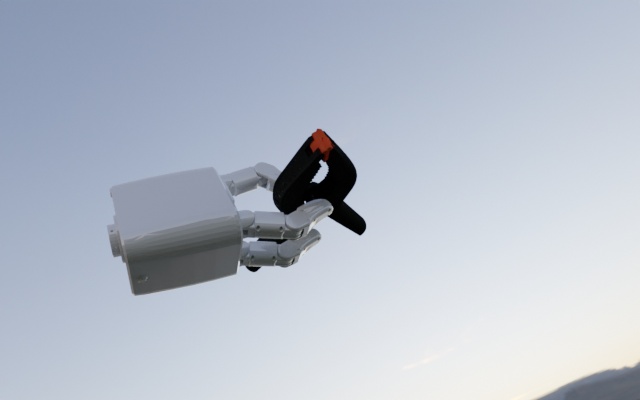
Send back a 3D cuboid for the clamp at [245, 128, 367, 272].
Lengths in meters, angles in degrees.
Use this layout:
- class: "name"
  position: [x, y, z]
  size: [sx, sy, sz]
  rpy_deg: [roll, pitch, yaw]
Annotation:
- class: "clamp"
  position: [0.000, 0.001, 0.537]
  size: [0.164, 0.036, 0.210]
  rpy_deg: [-14, -33, -25]
